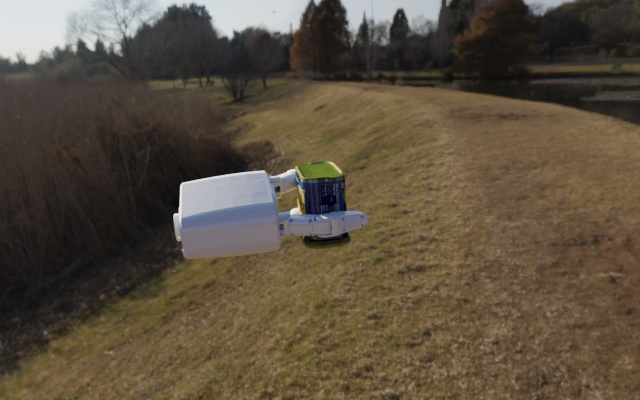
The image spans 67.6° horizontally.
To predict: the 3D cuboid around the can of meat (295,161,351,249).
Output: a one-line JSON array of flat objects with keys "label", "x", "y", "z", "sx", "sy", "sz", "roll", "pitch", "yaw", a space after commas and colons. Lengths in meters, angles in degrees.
[{"label": "can of meat", "x": 0.000, "y": 0.002, "z": 0.587, "sx": 0.057, "sy": 0.084, "sz": 0.102, "roll": -6, "pitch": 16, "yaw": -8}]
